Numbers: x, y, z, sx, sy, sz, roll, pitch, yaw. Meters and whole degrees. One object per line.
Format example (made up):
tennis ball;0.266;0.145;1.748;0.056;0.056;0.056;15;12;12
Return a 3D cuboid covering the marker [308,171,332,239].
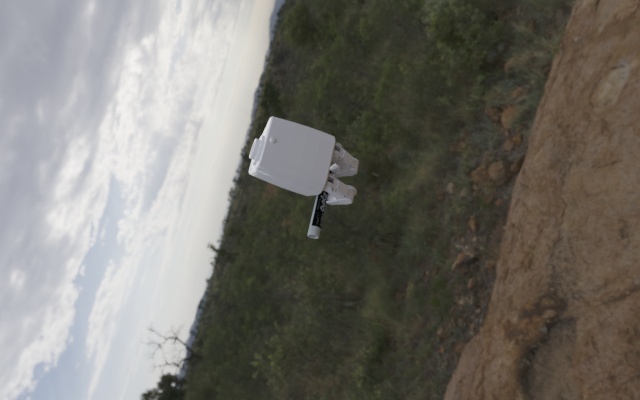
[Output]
marker;0.000;0.003;0.777;0.020;0.121;0.020;11;-22;4
